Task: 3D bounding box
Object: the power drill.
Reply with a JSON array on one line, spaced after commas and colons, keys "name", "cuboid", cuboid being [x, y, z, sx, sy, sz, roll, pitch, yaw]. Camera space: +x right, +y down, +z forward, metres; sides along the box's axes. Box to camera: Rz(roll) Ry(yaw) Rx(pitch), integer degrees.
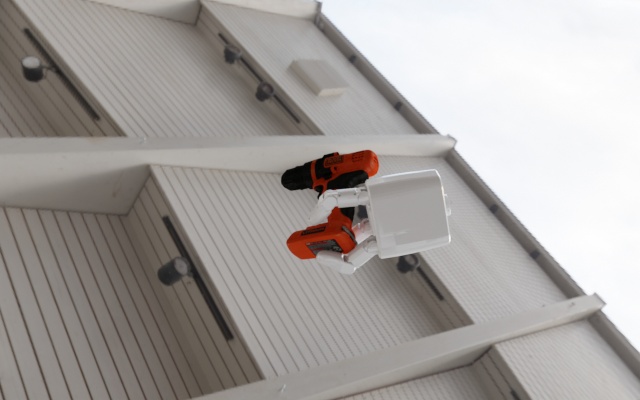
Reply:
[{"name": "power drill", "cuboid": [0.000, 0.003, 0.783, 0.184, 0.187, 0.057, -12, -42, 28]}]
